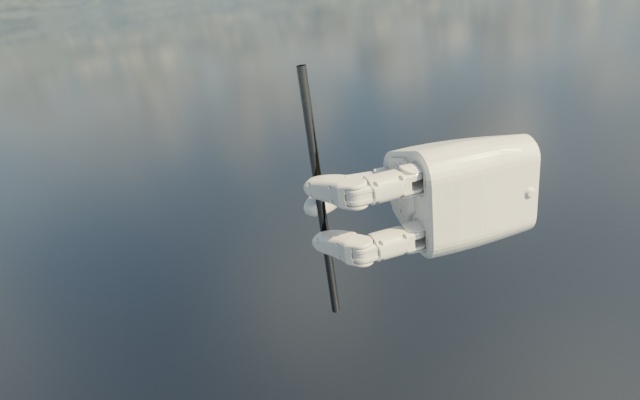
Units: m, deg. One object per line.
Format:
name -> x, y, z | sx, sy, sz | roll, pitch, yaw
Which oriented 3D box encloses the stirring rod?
stirring rod -> 0.000, 0.001, 0.428 | 0.011, 0.240, 0.011 | -7, 24, 3
